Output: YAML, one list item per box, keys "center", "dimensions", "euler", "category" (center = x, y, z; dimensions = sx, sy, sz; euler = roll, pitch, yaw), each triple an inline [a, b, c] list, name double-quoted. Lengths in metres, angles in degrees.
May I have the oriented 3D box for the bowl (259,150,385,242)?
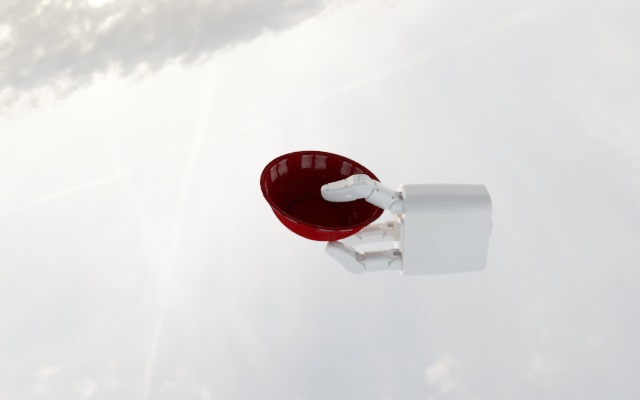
- center: [-0.001, 0.002, 0.612]
  dimensions: [0.162, 0.055, 0.162]
  euler: [8, 38, -6]
  category: "bowl"
